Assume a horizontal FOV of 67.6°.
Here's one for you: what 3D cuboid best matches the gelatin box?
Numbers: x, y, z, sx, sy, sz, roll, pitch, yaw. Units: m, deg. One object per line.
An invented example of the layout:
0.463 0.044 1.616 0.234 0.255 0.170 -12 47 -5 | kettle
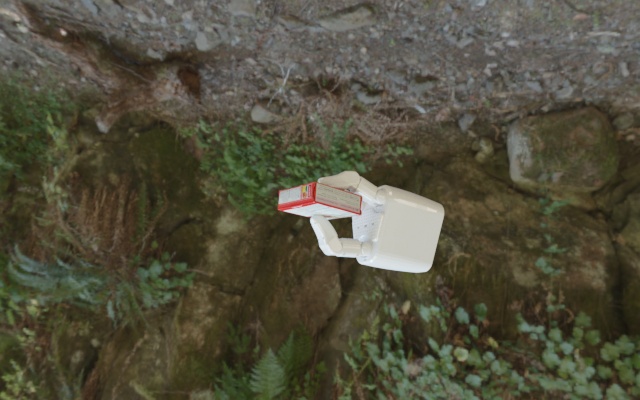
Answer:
0.000 0.002 0.634 0.089 0.030 0.073 14 -17 -41 | gelatin box
